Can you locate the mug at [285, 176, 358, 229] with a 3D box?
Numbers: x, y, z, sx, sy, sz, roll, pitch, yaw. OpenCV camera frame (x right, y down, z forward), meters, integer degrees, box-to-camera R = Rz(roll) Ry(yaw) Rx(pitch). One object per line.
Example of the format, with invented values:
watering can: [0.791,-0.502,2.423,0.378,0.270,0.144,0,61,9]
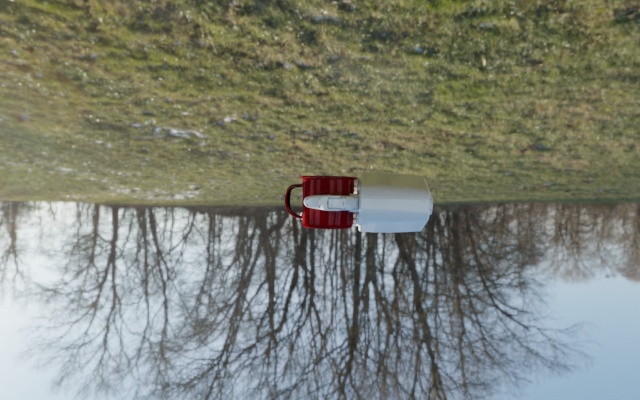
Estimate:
mug: [-0.001,0.003,0.763,0.117,0.081,0.093,1,1,6]
